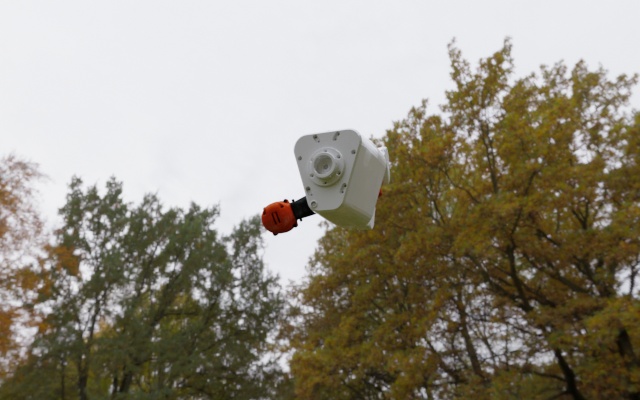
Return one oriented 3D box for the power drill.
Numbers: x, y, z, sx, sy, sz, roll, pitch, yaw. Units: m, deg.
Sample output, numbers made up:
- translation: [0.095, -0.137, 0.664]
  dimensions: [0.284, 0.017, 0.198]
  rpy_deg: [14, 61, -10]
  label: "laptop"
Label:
- translation: [0.001, 0.002, 0.768]
  dimensions: [0.187, 0.057, 0.184]
  rpy_deg: [-23, 1, 1]
  label: "power drill"
